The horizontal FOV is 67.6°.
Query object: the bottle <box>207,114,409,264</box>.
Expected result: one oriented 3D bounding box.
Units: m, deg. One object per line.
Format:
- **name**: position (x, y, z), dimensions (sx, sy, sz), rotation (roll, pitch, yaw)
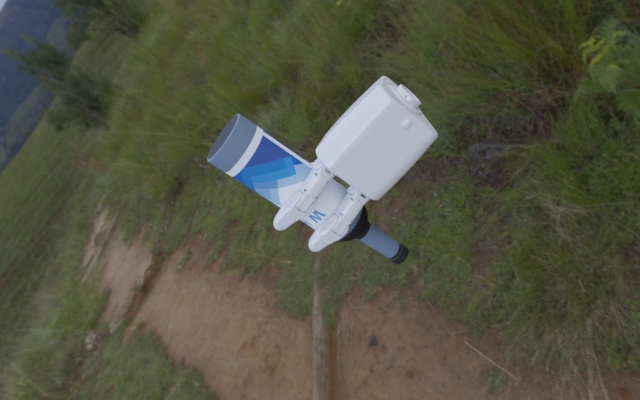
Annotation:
- **bottle**: position (0.000, 0.002, 0.609), dimensions (0.296, 0.069, 0.069), rotation (34, -14, -22)
